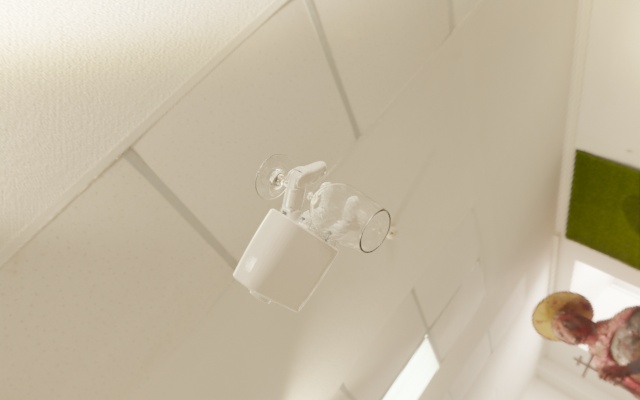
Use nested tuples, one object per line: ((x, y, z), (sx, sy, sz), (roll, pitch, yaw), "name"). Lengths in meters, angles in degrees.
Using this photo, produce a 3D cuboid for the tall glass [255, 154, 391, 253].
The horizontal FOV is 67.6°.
((0.000, 0.002, 0.667), (0.201, 0.079, 0.079), (28, 17, 36), "tall glass")
